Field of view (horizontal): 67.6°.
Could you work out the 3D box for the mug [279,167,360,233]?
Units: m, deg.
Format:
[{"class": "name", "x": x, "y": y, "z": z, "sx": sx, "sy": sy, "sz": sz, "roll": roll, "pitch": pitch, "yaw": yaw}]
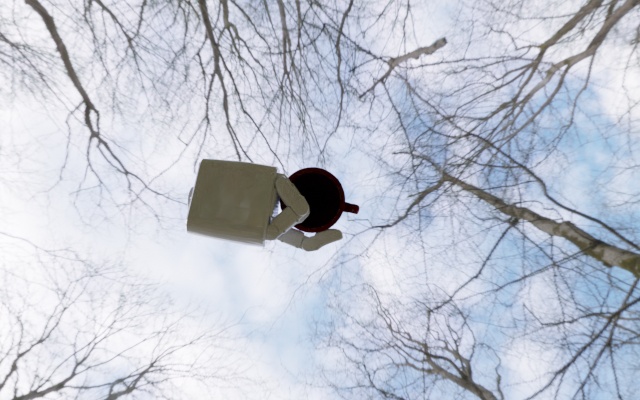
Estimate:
[{"class": "mug", "x": 0.002, "y": 0.002, "z": 0.711, "sx": 0.117, "sy": 0.093, "sz": 0.081, "roll": 9, "pitch": -2, "yaw": 0}]
